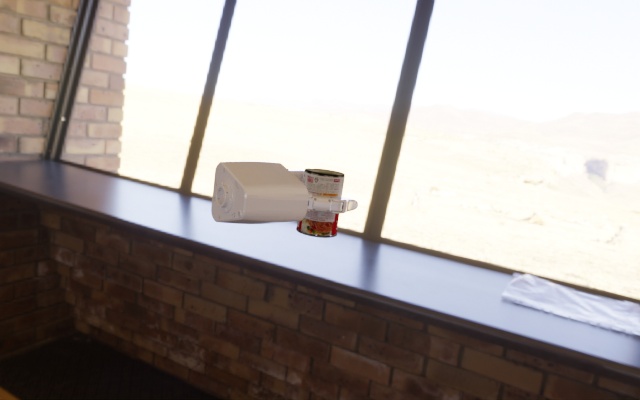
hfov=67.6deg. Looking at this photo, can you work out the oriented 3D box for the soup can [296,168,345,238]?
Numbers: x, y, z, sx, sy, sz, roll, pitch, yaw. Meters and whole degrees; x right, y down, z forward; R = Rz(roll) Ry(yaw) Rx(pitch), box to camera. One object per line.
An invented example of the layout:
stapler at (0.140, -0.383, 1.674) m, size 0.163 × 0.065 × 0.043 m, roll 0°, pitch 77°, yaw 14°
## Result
soup can at (0.001, 0.002, 0.773) m, size 0.068 × 0.102 × 0.068 m, roll 8°, pitch 10°, yaw -1°
